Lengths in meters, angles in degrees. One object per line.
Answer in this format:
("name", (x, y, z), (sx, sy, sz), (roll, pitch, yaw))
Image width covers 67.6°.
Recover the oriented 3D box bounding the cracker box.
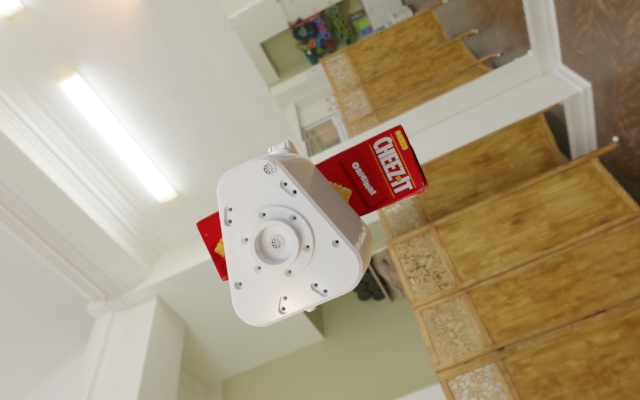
("cracker box", (0.000, 0.002, 0.513), (0.214, 0.072, 0.164), (-24, 0, 9))
